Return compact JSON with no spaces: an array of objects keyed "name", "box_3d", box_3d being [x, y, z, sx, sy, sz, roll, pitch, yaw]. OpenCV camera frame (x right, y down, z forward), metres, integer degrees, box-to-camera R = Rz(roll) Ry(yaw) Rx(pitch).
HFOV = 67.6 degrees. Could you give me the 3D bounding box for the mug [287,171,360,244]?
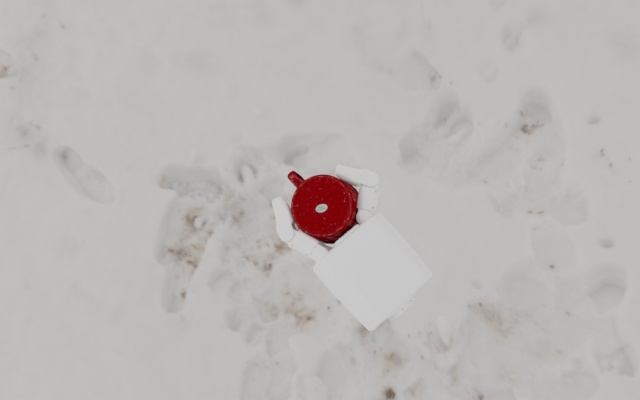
[{"name":"mug","box_3d":[-0.001,0.001,0.638,0.093,0.117,0.081,-44,-11,3]}]
